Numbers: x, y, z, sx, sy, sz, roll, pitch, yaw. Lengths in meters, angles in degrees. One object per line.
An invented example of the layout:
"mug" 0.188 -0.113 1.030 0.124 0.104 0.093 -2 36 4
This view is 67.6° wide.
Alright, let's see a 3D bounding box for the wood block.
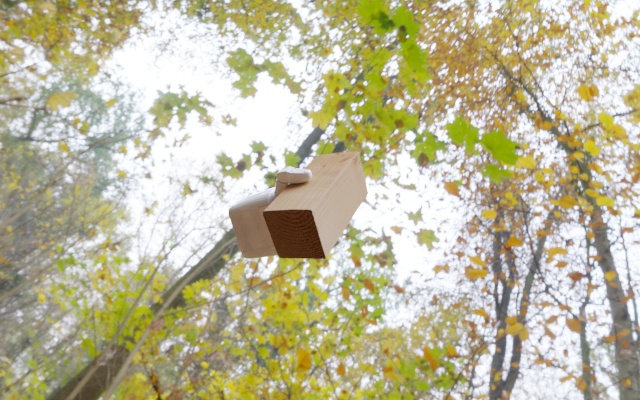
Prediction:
"wood block" 0.000 0.002 0.811 0.090 0.091 0.206 -3 29 28
